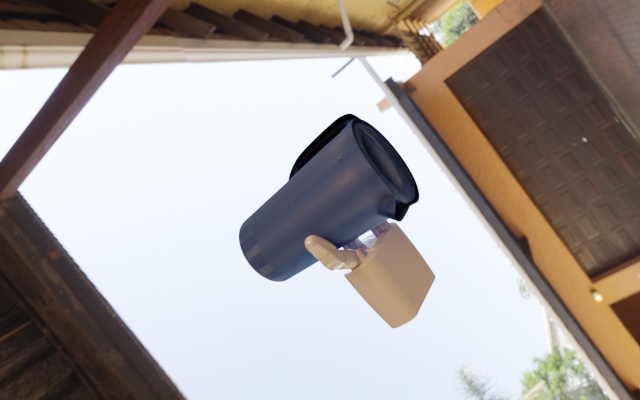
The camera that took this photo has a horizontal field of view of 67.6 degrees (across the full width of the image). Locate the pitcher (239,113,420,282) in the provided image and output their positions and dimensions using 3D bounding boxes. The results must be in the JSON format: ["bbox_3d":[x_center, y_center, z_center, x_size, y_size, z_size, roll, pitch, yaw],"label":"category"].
[{"bbox_3d":[0.000,0.002,0.659,0.243,0.145,0.149,-37,8,26],"label":"pitcher"}]
